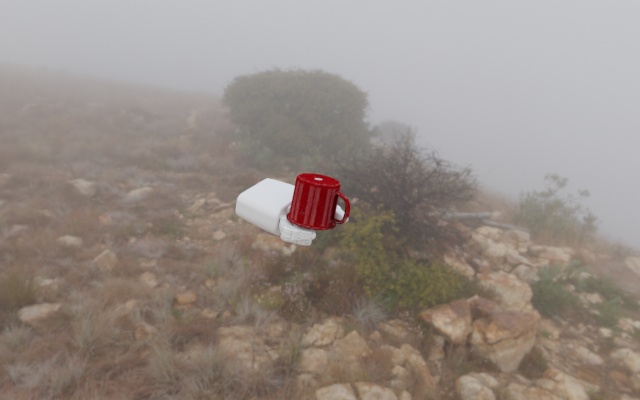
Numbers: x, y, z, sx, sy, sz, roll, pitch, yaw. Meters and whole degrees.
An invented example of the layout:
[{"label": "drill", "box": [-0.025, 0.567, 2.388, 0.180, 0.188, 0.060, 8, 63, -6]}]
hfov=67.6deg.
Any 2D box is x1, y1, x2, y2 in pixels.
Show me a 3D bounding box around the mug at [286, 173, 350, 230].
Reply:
[{"label": "mug", "box": [0.001, 0.003, 0.856, 0.117, 0.081, 0.093, 20, 18, 28]}]
